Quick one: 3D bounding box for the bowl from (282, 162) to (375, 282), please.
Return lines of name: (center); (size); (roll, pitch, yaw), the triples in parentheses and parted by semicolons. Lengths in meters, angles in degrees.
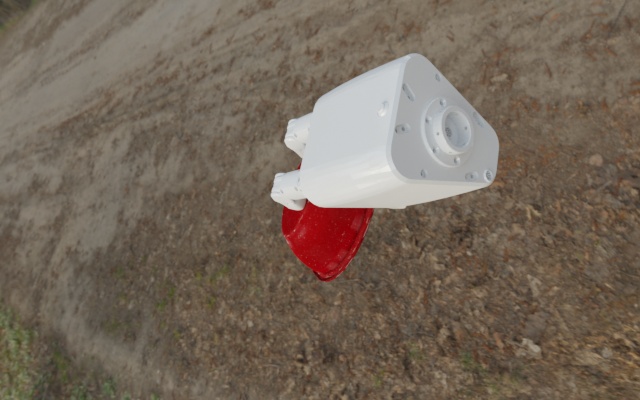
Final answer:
bowl: (-0.001, 0.002, 0.513); (0.055, 0.162, 0.162); (17, -6, -18)
